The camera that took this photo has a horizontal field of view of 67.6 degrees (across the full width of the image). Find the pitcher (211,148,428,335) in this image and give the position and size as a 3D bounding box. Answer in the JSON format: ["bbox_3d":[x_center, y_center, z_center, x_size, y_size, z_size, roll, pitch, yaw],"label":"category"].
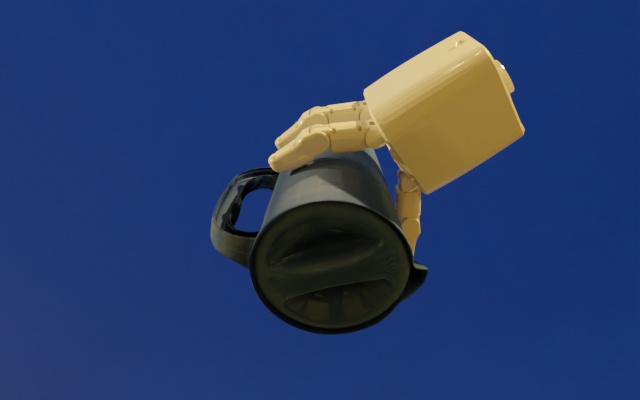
[{"bbox_3d":[0.000,0.002,0.482,0.145,0.149,0.242,-31,24,16],"label":"pitcher"}]
